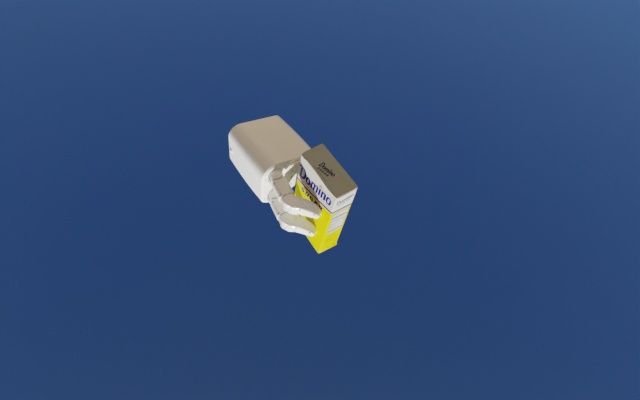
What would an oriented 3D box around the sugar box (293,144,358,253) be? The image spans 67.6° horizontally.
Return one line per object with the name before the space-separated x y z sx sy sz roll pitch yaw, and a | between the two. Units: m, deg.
sugar box | 0.000 0.003 0.752 0.048 0.093 0.176 -28 -24 -21
